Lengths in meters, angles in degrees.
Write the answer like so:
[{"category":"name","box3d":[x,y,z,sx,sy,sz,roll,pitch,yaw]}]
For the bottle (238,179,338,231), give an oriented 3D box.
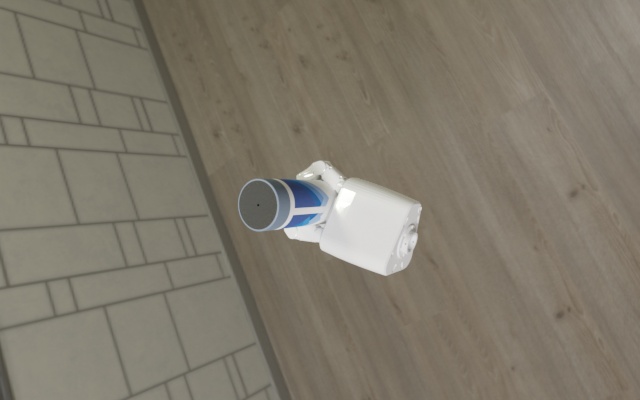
[{"category":"bottle","box3d":[0.000,0.002,0.720,0.069,0.069,0.296,0,1,32]}]
